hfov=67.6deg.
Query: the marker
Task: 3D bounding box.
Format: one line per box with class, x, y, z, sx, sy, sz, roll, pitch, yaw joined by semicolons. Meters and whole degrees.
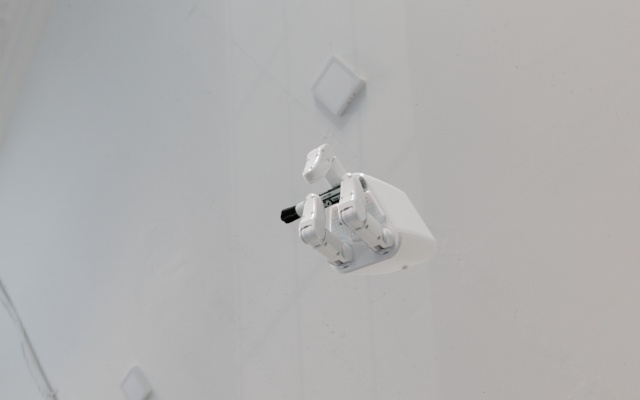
marker;0.000;0.002;0.553;0.121;0.020;0.020;-23;-13;33
